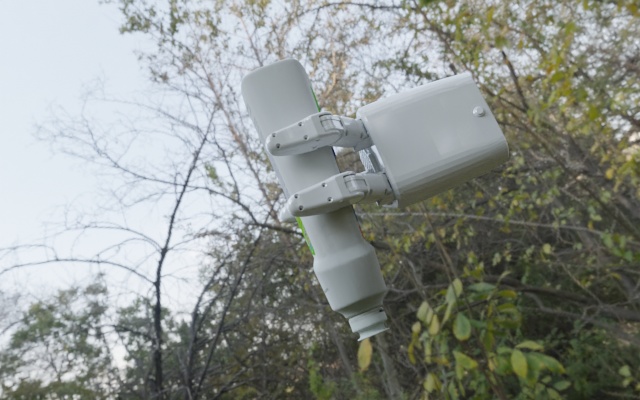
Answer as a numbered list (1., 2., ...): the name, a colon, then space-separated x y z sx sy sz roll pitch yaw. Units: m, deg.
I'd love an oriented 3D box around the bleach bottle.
1. bleach bottle: 0.000 0.001 0.436 0.068 0.250 0.102 -21 -15 -1
